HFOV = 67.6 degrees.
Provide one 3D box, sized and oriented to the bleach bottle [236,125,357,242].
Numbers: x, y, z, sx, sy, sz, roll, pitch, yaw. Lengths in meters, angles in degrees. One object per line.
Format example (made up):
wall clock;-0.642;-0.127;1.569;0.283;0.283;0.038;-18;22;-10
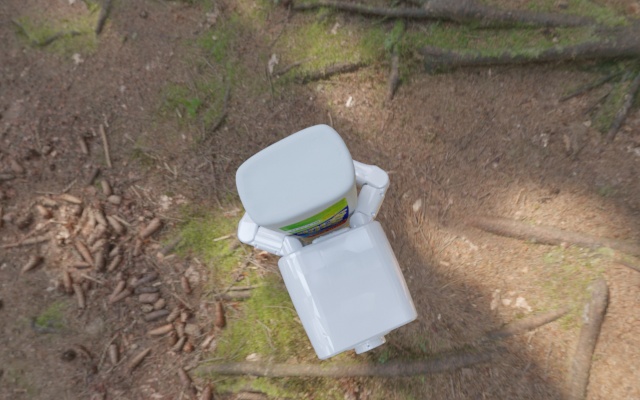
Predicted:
bleach bottle;0.000;0.002;0.509;0.102;0.068;0.251;-25;-14;6
